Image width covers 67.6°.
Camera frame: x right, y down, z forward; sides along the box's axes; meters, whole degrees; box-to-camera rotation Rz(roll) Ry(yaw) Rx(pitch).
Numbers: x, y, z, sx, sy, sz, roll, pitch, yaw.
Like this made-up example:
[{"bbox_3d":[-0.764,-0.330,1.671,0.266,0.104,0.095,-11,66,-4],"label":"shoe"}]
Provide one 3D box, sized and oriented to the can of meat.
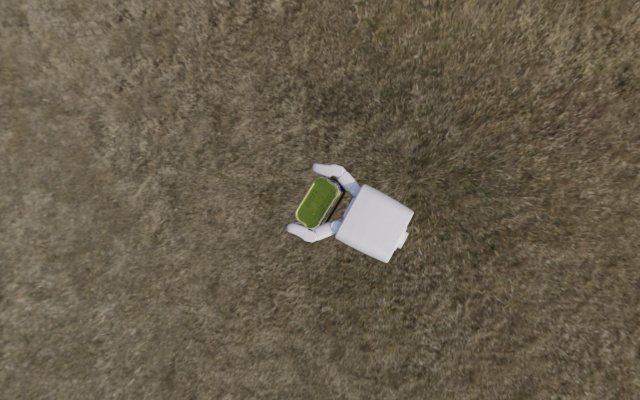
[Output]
[{"bbox_3d":[0.000,0.003,0.899,0.057,0.102,0.084,32,8,8],"label":"can of meat"}]
